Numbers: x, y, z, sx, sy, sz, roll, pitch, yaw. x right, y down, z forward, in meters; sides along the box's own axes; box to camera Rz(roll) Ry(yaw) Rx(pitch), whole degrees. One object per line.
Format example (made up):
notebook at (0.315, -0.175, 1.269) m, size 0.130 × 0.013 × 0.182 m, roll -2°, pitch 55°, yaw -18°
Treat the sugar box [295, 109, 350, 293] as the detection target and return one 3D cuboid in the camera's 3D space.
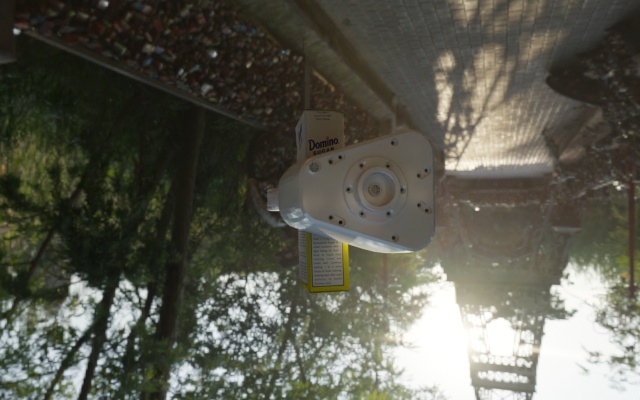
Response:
sugar box at (0.001, 0.002, 0.497) m, size 0.048 × 0.176 × 0.093 m, roll 1°, pitch -2°, yaw -8°
